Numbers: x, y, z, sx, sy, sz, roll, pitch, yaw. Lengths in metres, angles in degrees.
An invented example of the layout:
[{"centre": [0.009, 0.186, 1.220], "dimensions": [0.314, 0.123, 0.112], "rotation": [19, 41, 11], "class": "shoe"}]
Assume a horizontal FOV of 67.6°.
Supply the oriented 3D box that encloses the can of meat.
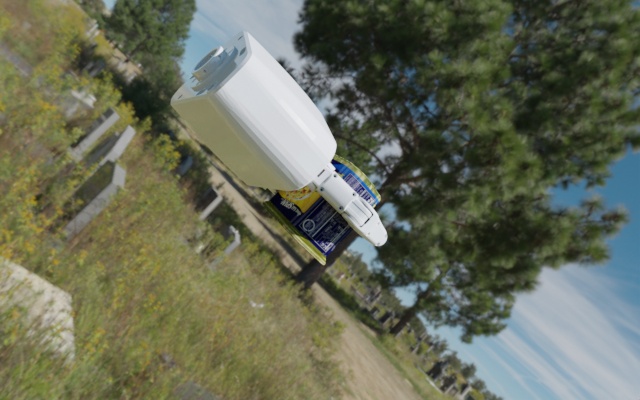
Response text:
[{"centre": [0.000, 0.001, 0.464], "dimensions": [0.057, 0.084, 0.102], "rotation": [46, -4, -27], "class": "can of meat"}]
